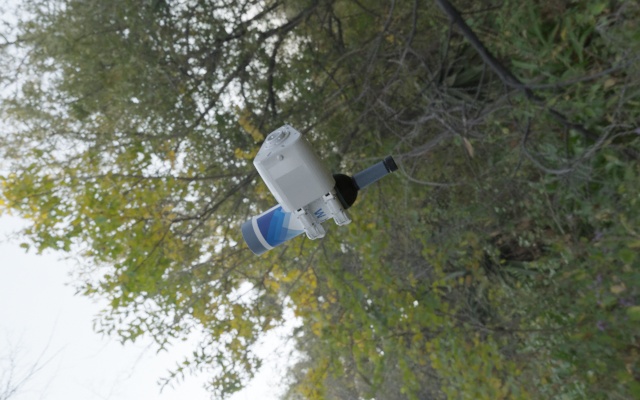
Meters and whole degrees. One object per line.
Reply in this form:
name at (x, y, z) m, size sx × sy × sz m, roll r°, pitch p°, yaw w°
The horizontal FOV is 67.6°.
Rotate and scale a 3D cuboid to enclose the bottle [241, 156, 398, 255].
bottle at (0.000, 0.003, 0.848) m, size 0.296 × 0.069 × 0.069 m, roll -28°, pitch -6°, yaw 11°
